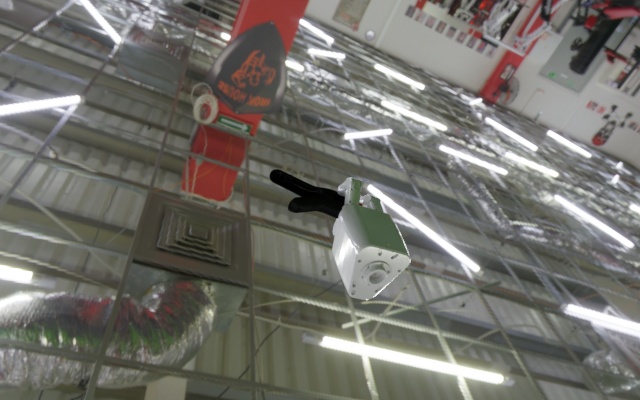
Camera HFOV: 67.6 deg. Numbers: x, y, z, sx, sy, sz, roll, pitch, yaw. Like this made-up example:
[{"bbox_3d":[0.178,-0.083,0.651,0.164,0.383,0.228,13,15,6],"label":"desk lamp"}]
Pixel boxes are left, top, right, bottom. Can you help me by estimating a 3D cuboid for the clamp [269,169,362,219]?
[{"bbox_3d":[0.000,0.003,0.803,0.171,0.039,0.120,17,27,-22],"label":"clamp"}]
